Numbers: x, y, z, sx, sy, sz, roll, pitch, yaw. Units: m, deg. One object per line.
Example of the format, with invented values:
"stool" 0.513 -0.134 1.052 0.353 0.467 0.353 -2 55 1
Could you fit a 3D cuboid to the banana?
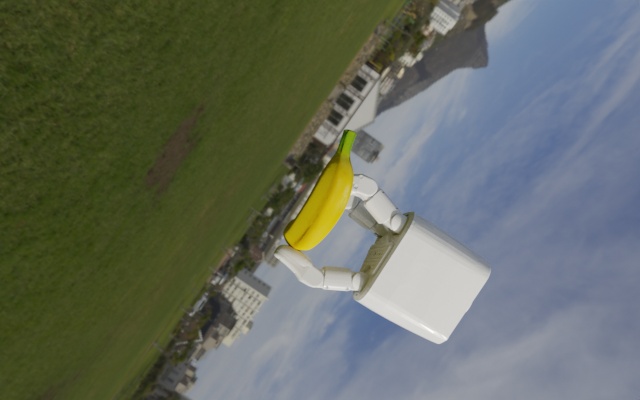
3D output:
"banana" -0.005 0.014 0.486 0.037 0.069 0.198 28 -36 -5
